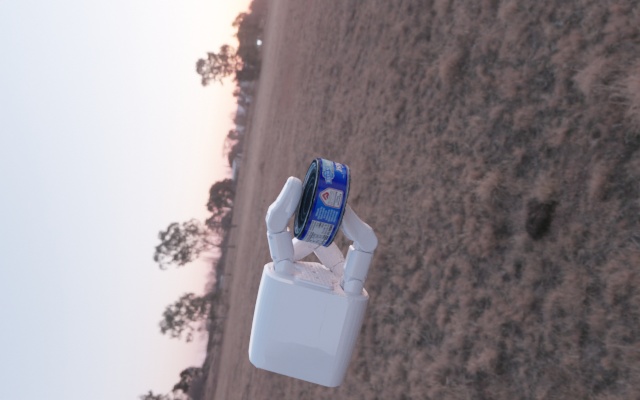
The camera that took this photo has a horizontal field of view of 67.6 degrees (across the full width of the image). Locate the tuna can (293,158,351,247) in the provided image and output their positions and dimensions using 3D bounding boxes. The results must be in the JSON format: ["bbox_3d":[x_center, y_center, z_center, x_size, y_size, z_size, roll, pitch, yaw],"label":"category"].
[{"bbox_3d":[0.000,0.001,0.478,0.034,0.086,0.086,15,-3,-11],"label":"tuna can"}]
